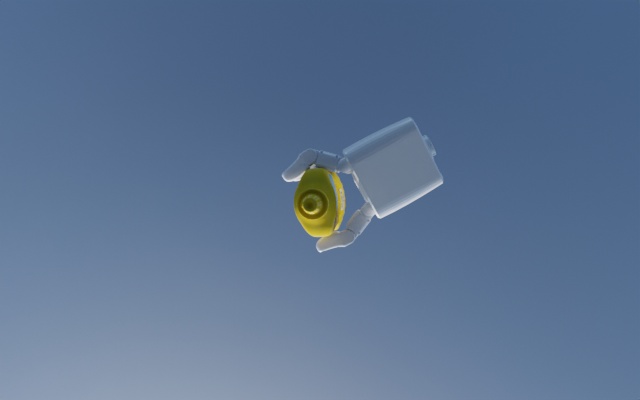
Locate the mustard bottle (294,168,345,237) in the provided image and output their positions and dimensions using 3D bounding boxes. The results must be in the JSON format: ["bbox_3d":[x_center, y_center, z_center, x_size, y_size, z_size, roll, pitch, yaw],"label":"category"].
[{"bbox_3d":[0.000,0.002,0.682,0.058,0.096,0.191,-3,2,7],"label":"mustard bottle"}]
